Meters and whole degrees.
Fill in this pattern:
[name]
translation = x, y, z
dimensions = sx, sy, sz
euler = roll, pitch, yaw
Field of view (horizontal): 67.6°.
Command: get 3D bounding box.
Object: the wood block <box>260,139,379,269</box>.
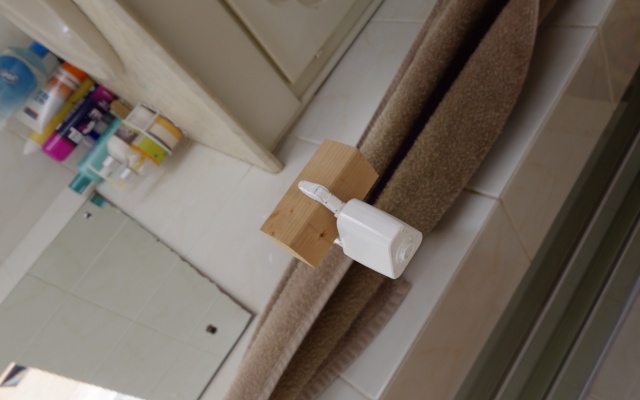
[wood block]
translation = 0.000, 0.003, 0.856
dimensions = 0.090, 0.206, 0.091
euler = 24, -16, 45
